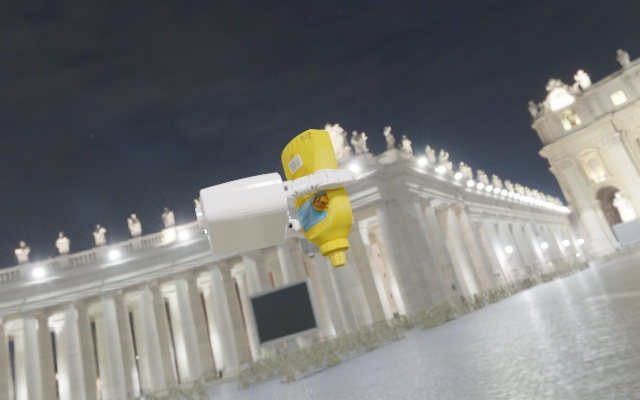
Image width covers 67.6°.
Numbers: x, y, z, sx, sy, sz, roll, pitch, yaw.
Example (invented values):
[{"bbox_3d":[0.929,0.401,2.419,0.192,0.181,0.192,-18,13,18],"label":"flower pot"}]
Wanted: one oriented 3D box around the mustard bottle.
[{"bbox_3d":[0.000,0.002,0.684,0.058,0.191,0.096,-3,-22,-37],"label":"mustard bottle"}]
